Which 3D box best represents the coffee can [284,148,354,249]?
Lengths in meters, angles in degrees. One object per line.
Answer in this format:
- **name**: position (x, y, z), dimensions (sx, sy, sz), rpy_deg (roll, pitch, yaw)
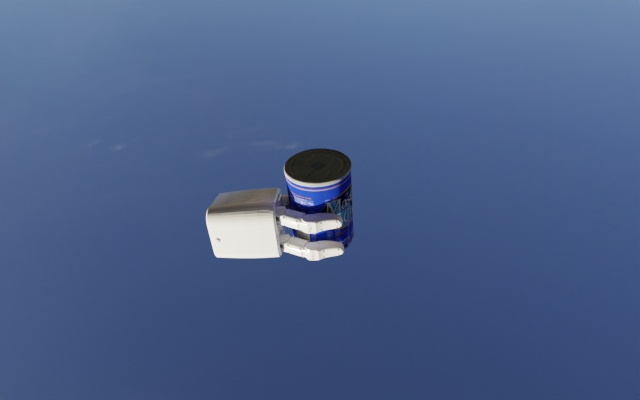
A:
- **coffee can**: position (0.000, 0.002, 0.763), dimensions (0.103, 0.140, 0.102), rpy_deg (-3, 35, 2)
